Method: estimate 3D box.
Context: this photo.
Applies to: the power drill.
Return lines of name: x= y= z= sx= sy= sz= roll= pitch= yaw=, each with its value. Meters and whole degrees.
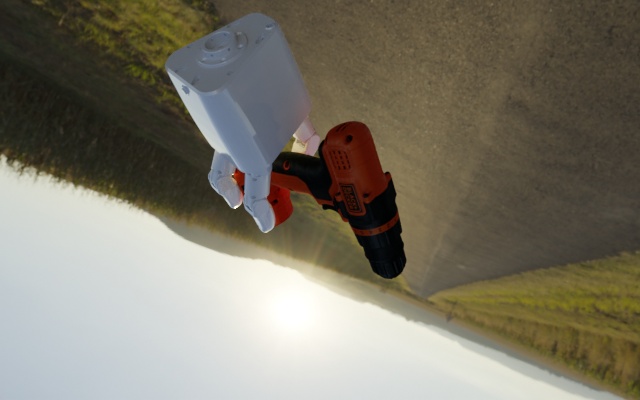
power drill: x=0.000 y=0.002 z=0.534 sx=0.187 sy=0.184 sz=0.057 roll=3 pitch=34 yaw=38
